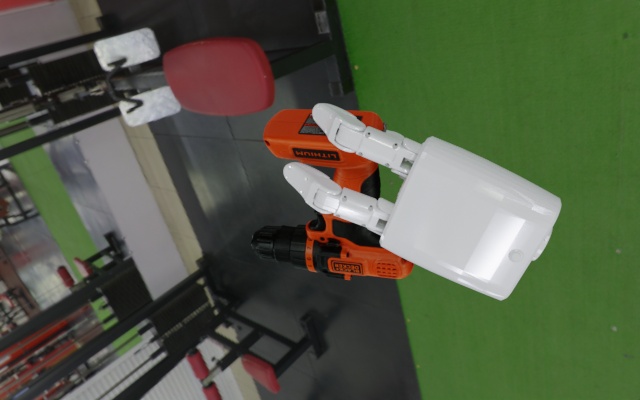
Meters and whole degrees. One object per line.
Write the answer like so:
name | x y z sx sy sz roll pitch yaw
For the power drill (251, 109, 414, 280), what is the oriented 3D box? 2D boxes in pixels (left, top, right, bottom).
power drill | 0.000 0.001 0.480 0.184 0.188 0.057 3 43 16
